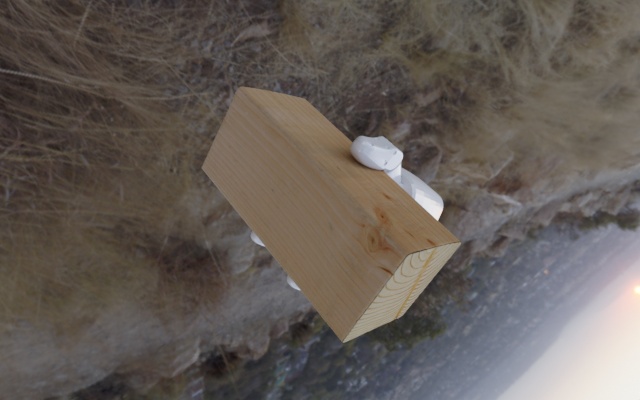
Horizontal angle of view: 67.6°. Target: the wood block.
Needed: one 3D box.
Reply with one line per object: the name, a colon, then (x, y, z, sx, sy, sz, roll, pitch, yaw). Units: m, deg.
wood block: (0.001, 0.001, 0.404, 0.090, 0.091, 0.206, -3, 42, -51)
